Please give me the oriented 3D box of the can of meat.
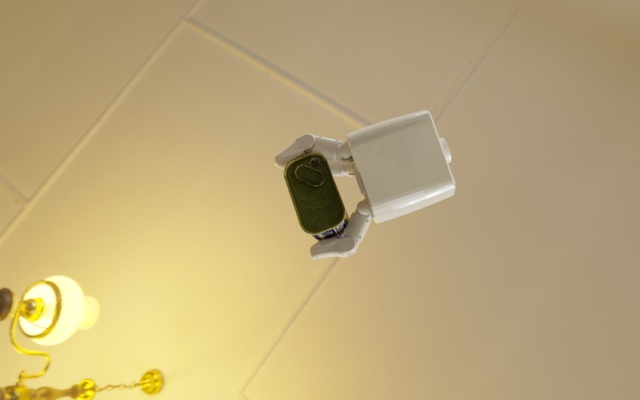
[{"bbox_3d":[0.000,0.002,0.612,0.057,0.102,0.084,-22,-20,5],"label":"can of meat"}]
